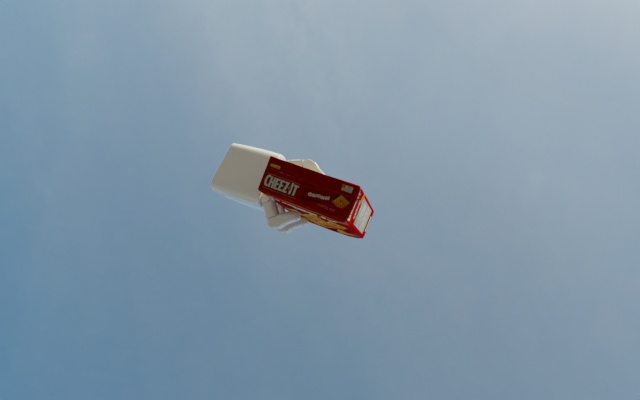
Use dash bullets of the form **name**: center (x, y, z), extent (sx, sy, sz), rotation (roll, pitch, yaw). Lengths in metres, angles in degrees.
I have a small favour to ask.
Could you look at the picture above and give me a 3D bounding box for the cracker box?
- **cracker box**: center (0.000, 0.003, 0.868), extent (0.164, 0.072, 0.214), rotation (19, -7, 16)
